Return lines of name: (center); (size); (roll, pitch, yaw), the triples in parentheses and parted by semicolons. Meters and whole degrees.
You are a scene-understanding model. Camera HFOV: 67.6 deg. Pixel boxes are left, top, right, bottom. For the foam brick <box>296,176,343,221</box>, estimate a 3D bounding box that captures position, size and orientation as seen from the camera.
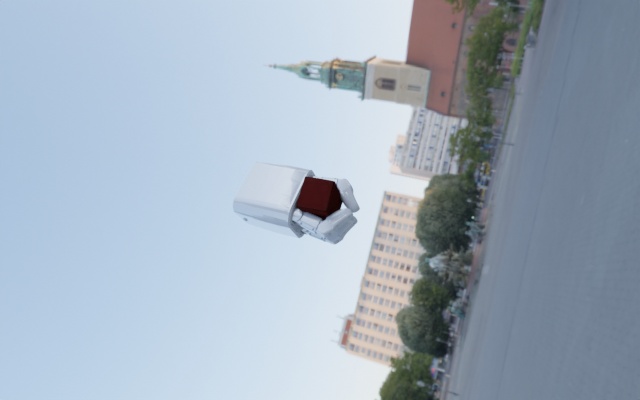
foam brick: (0.000, 0.002, 0.766); (0.051, 0.053, 0.078); (12, -18, 17)
